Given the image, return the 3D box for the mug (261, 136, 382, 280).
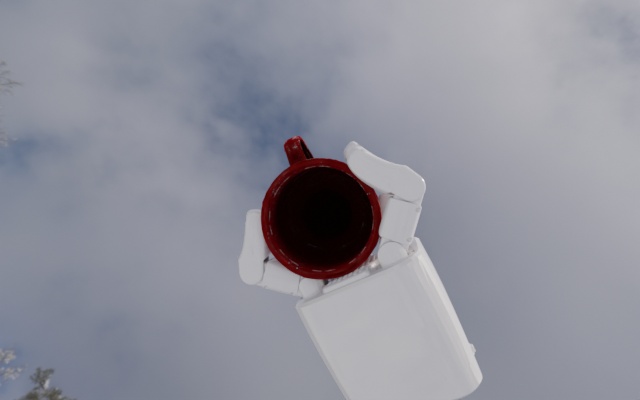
[{"bbox_3d":[-0.001,0.000,0.401,0.093,0.117,0.081,-27,-1,9],"label":"mug"}]
